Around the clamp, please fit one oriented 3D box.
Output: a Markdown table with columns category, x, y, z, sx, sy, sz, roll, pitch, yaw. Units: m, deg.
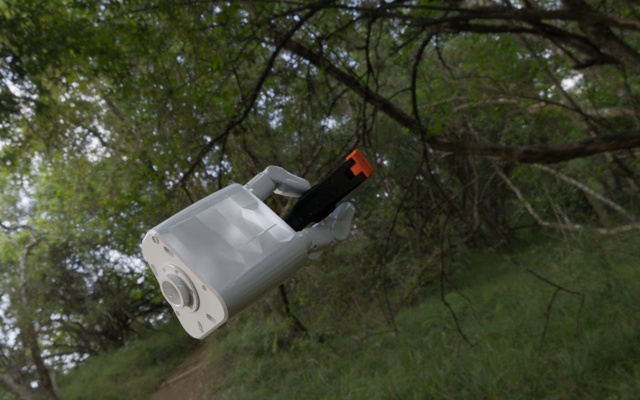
| category | x | y | z | sx | sy | sz | roll | pitch | yaw |
| --- | --- | --- | --- | --- | --- | --- | --- | --- | --- |
| clamp | 0.000 | 0.001 | 0.547 | 0.164 | 0.036 | 0.210 | -36 | -4 | -44 |
